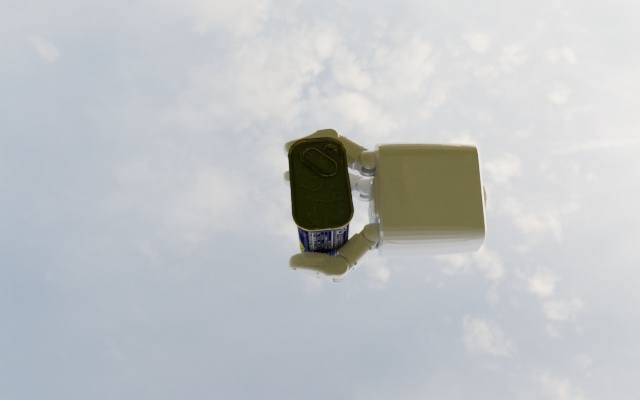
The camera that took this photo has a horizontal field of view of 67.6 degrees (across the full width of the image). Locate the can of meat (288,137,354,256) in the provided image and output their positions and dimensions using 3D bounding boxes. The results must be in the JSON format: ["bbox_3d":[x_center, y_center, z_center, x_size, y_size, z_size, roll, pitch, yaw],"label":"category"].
[{"bbox_3d":[0.000,0.002,0.486,0.057,0.102,0.084,-5,-29,-2],"label":"can of meat"}]
